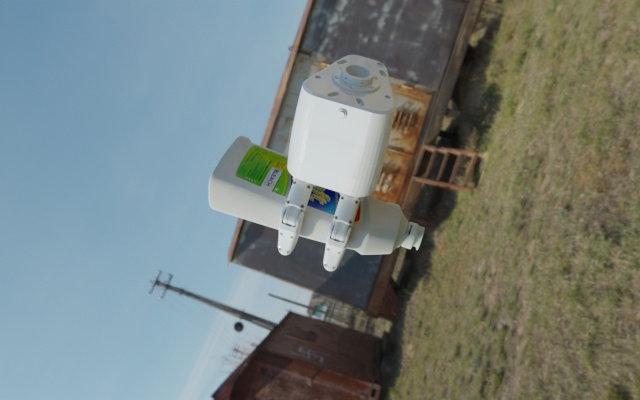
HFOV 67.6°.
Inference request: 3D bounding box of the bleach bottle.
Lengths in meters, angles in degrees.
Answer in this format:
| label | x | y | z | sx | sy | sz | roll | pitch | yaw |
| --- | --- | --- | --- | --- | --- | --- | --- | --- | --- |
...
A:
| label | x | y | z | sx | sy | sz | roll | pitch | yaw |
| --- | --- | --- | --- | --- | --- | --- | --- | --- | --- |
| bleach bottle | 0.000 | 0.002 | 0.574 | 0.251 | 0.068 | 0.102 | 17 | 43 | 6 |
